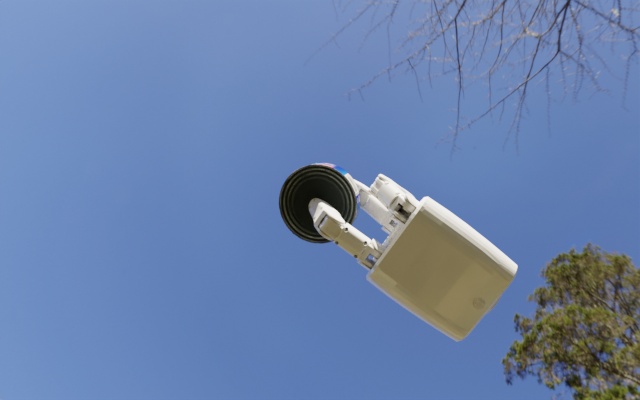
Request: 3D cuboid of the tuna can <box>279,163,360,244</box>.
[{"bbox_3d":[0.000,0.002,0.523,0.086,0.086,0.033,0,9,13],"label":"tuna can"}]
